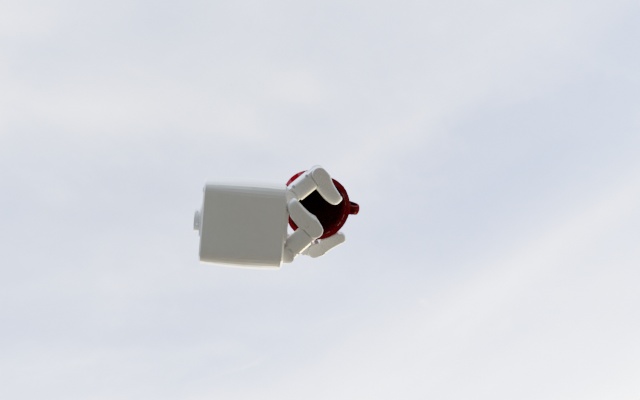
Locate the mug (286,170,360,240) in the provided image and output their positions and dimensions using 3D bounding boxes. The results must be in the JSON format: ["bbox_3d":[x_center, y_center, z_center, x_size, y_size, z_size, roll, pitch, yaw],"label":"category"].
[{"bbox_3d":[0.001,0.002,0.704,0.117,0.093,0.081,5,12,-13],"label":"mug"}]
